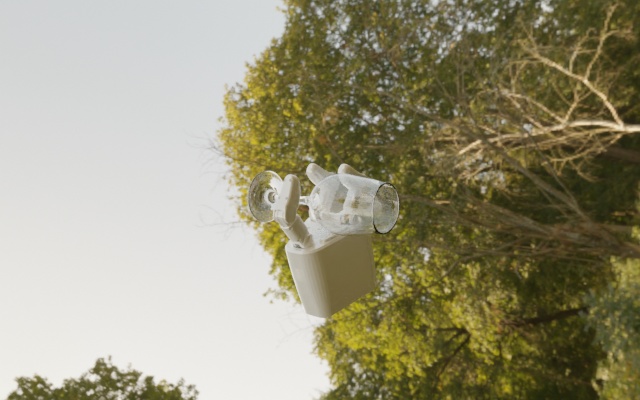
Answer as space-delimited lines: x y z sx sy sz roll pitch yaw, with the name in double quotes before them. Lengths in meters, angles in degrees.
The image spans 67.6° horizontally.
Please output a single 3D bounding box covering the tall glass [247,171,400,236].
"tall glass" -0.001 0.002 0.620 0.201 0.079 0.079 5 3 39
